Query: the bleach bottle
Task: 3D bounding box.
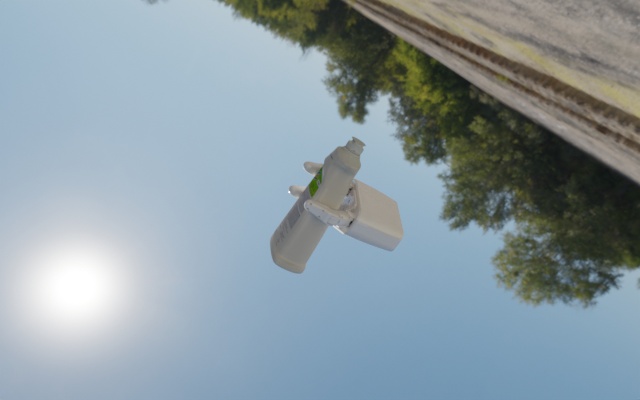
[{"bbox_3d":[0.000,0.003,0.835,0.068,0.251,0.102,25,21,-23],"label":"bleach bottle"}]
